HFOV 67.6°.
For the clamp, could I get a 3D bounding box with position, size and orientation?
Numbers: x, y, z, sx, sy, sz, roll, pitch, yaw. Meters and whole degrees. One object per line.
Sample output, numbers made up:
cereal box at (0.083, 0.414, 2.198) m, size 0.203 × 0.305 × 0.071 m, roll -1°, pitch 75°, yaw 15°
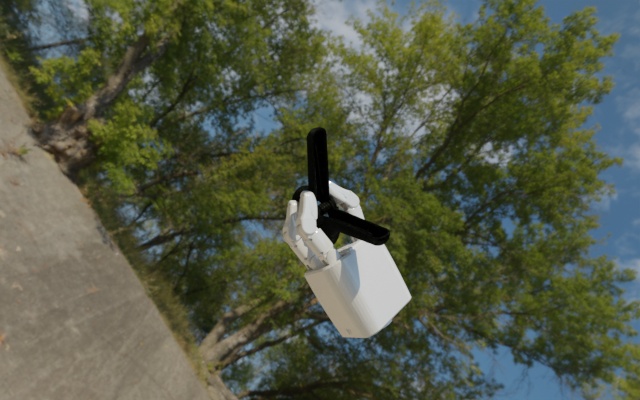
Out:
clamp at (0.001, 0.002, 0.655) m, size 0.036 × 0.164 × 0.210 m, roll -27°, pitch -2°, yaw -28°
